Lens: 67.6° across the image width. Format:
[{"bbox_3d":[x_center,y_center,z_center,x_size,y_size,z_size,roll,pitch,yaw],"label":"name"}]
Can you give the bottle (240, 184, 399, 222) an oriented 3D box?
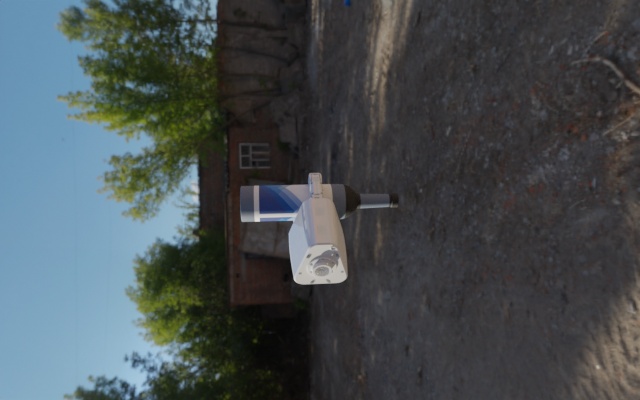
[{"bbox_3d":[0.000,0.003,0.898,0.296,0.069,0.069,-1,0,-6],"label":"bottle"}]
